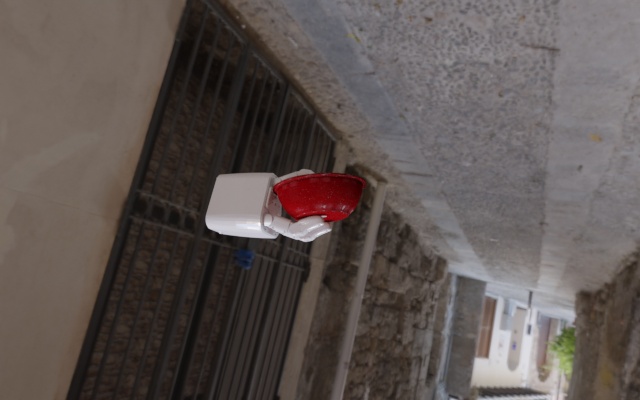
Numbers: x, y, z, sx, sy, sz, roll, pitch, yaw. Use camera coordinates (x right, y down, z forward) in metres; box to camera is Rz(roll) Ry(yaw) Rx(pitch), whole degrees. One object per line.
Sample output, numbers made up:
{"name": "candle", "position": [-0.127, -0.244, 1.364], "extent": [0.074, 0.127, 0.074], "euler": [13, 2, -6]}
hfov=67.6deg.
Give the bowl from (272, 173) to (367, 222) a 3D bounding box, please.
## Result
{"name": "bowl", "position": [0.001, 0.003, 0.810], "extent": [0.162, 0.055, 0.162], "euler": [-4, -15, -1]}
